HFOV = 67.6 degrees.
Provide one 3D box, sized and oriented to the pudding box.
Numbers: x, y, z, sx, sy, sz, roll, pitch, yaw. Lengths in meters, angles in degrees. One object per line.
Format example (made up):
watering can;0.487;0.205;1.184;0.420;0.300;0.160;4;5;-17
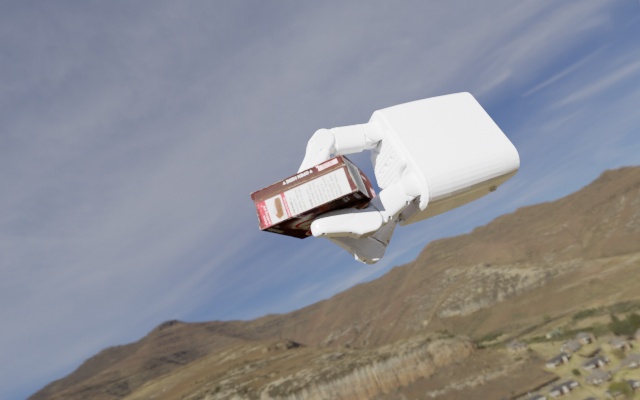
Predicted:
pudding box;0.000;0.001;0.440;0.090;0.039;0.113;-24;-16;12
